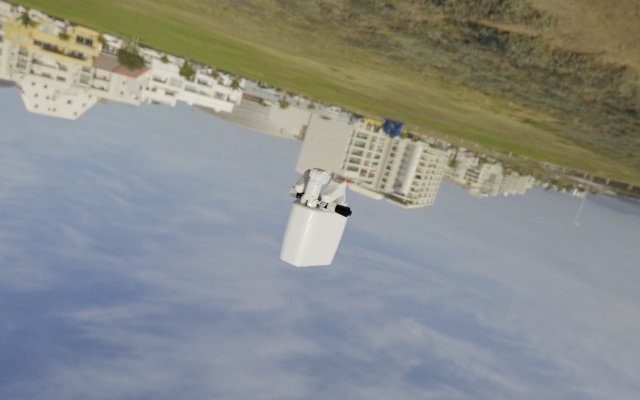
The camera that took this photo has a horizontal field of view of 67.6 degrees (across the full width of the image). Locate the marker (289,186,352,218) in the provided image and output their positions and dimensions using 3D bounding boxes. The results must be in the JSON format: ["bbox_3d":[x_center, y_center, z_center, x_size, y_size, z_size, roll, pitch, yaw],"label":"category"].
[{"bbox_3d":[0.000,0.003,0.833,0.121,0.020,0.020,21,9,24],"label":"marker"}]
